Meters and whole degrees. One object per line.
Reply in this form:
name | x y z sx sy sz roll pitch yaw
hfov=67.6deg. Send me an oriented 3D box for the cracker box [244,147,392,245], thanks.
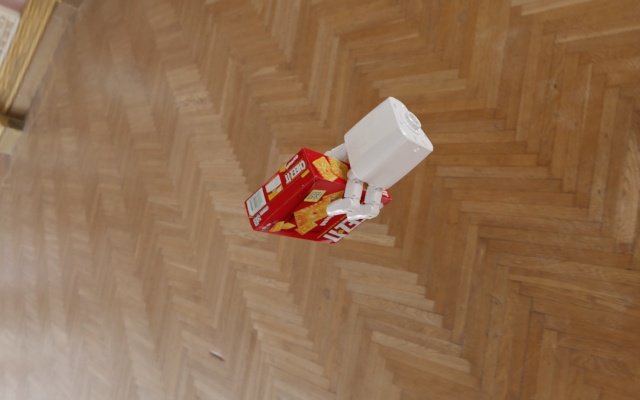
cracker box | 0.000 0.003 0.853 0.214 0.072 0.164 15 -45 -46
